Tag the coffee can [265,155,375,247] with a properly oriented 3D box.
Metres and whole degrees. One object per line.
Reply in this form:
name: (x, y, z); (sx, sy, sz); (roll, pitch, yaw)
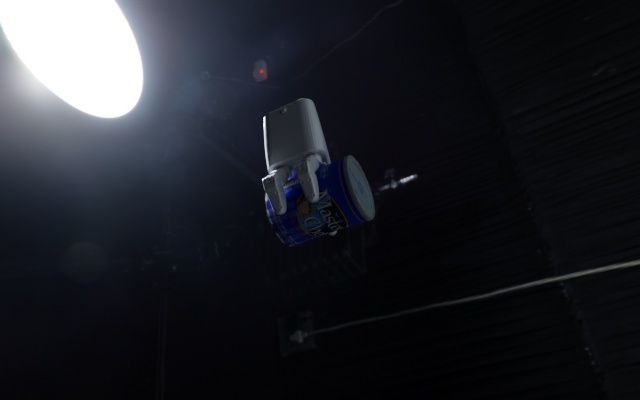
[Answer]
coffee can: (0.000, 0.003, 0.741); (0.140, 0.103, 0.103); (-20, -7, 19)
